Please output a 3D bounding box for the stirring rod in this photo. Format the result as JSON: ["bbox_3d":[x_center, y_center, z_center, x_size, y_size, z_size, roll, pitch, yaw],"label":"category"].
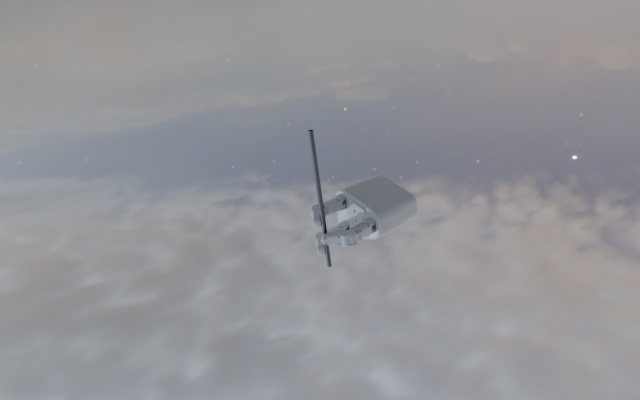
[{"bbox_3d":[0.000,0.002,0.781,0.011,0.240,0.011,-7,22,3],"label":"stirring rod"}]
